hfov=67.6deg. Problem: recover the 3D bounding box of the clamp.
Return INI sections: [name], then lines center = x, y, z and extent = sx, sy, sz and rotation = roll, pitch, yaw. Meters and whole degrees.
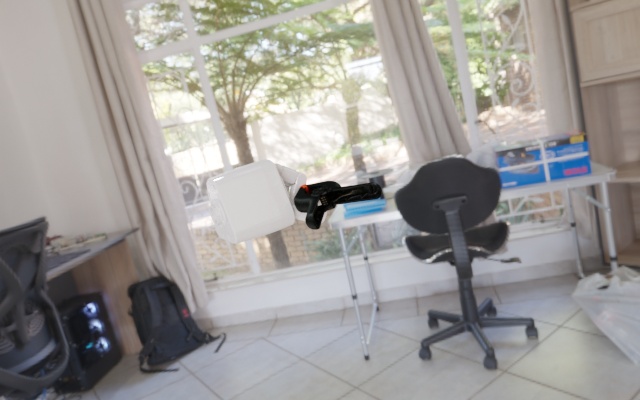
[clamp]
center = 0.000, 0.002, 0.724
extent = 0.120, 0.039, 0.171
rotation = -23, 13, -28
